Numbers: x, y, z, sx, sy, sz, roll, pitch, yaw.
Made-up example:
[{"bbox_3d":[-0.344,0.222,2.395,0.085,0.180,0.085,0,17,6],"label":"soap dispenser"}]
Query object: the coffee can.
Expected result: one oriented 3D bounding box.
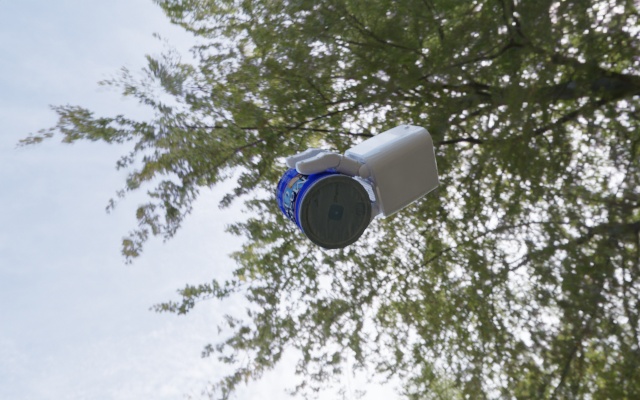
[{"bbox_3d":[0.000,0.002,0.701,0.103,0.103,0.140,0,12,-19],"label":"coffee can"}]
